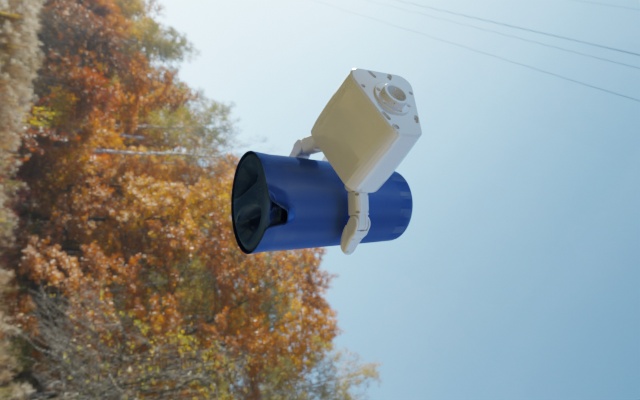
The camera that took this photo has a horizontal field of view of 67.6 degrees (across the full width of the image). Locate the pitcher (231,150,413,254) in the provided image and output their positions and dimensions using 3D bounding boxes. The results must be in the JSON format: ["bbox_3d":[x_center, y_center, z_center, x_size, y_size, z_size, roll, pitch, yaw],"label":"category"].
[{"bbox_3d":[0.000,0.002,0.678,0.243,0.149,0.145,2,-36,-29],"label":"pitcher"}]
